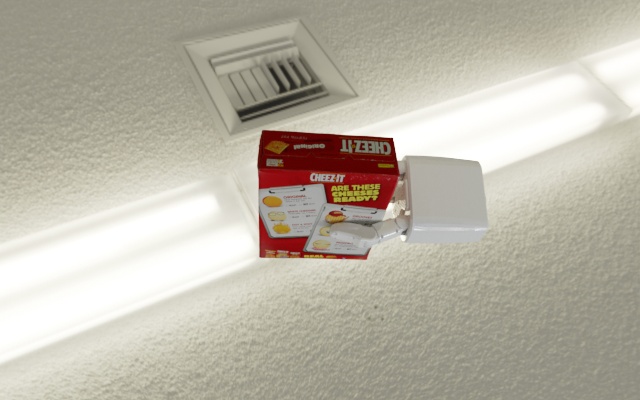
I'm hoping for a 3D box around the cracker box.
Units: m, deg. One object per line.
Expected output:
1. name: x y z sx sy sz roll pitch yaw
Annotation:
1. cracker box: 0.000 0.002 0.638 0.164 0.072 0.214 2 -35 -5
